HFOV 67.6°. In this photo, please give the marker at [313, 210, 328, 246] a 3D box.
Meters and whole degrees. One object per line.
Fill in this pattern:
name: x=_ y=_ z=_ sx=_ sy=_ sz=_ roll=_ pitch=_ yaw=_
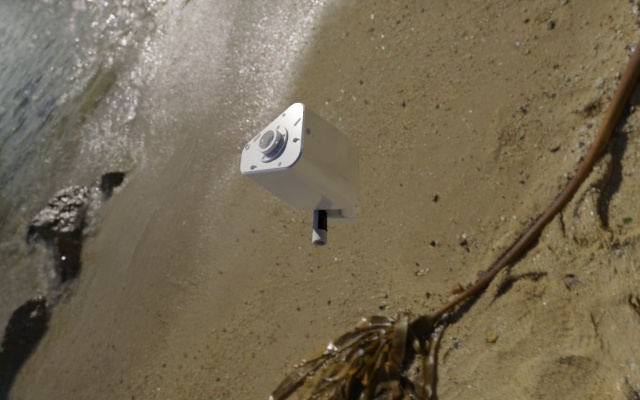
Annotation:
marker: x=0.000 y=0.002 z=0.632 sx=0.020 sy=0.121 sz=0.020 roll=1 pitch=-31 yaw=1
